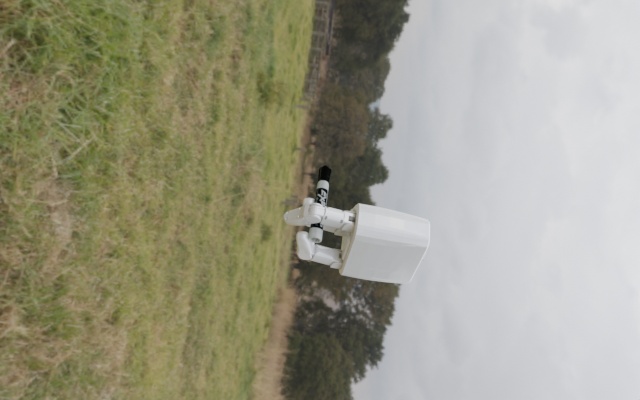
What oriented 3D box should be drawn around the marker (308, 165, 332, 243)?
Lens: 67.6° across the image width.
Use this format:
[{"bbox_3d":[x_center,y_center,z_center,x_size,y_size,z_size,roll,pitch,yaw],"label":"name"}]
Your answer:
[{"bbox_3d":[0.000,0.002,0.679,0.020,0.121,0.020,6,-30,4],"label":"marker"}]
